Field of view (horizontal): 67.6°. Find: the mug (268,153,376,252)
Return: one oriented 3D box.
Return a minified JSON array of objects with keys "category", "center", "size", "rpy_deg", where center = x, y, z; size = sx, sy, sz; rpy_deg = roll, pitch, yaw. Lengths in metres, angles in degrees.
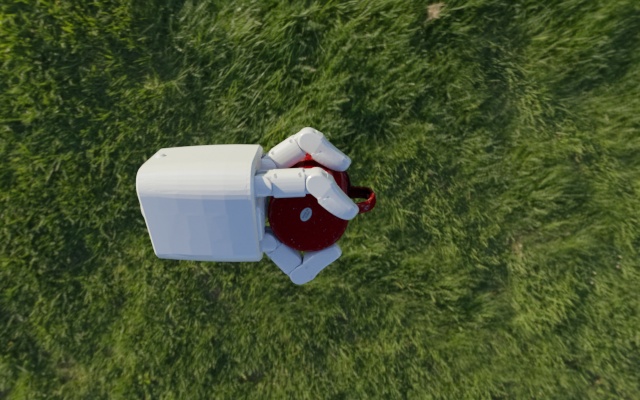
[{"category":"mug","center":[0.002,0.002,0.503],"size":[0.117,0.093,0.081],"rpy_deg":[1,22,0]}]
